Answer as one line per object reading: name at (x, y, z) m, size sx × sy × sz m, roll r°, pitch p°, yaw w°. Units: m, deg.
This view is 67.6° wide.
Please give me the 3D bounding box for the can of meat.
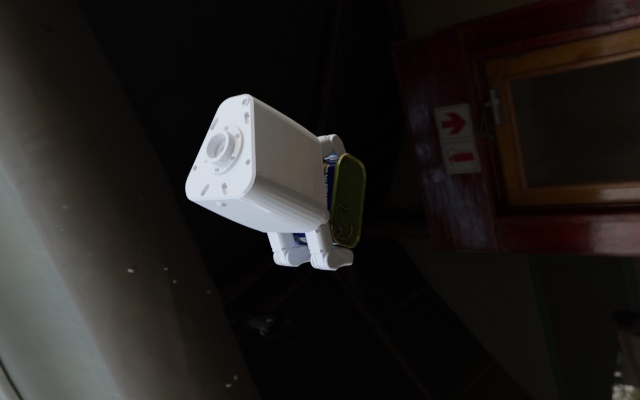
can of meat at (0.000, 0.002, 0.554) m, size 0.084 × 0.102 × 0.057 m, roll -3°, pitch -15°, yaw 36°
